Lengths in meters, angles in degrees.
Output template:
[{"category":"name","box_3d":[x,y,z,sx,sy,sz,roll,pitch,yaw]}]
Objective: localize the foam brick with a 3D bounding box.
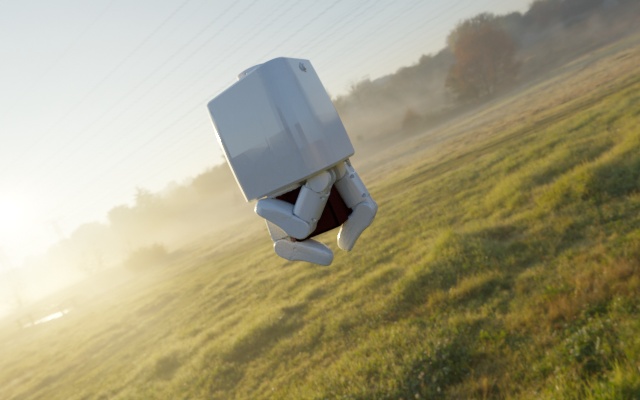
[{"category":"foam brick","box_3d":[0.000,0.002,0.494,0.053,0.051,0.078,-23,5,23]}]
